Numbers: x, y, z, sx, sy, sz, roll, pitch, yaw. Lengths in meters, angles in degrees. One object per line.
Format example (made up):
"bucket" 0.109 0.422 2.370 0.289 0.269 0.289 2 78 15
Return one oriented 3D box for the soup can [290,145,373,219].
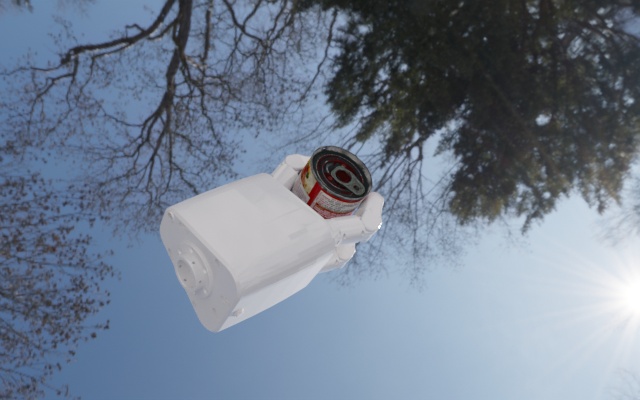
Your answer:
"soup can" 0.000 0.002 0.500 0.068 0.068 0.102 0 -36 -32
